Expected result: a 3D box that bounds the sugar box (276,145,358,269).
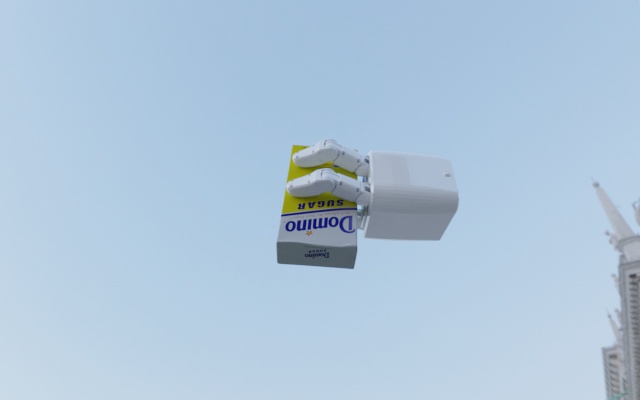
[{"bbox_3d":[0.000,0.001,0.599,0.093,0.048,0.176,4,42,0],"label":"sugar box"}]
